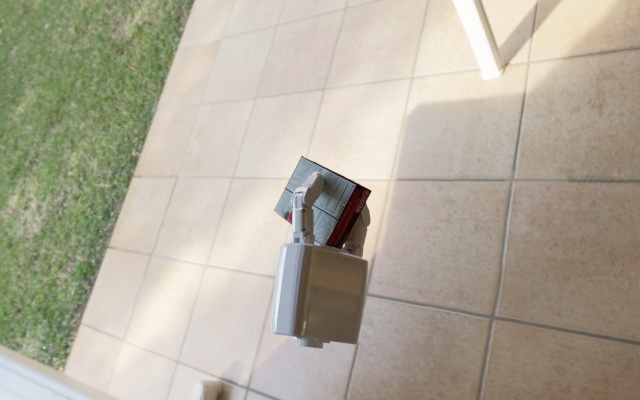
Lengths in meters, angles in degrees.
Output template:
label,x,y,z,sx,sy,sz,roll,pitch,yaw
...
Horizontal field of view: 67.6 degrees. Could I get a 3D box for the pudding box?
label,x,y,z,sx,sy,sz,roll,pitch,yaw
pudding box,0.000,0.002,0.624,0.113,0.090,0.039,31,4,39
